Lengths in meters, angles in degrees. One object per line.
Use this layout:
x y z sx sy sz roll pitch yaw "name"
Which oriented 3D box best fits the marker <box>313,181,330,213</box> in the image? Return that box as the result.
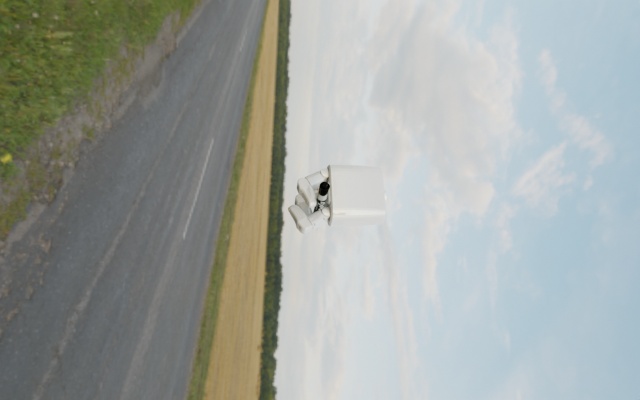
0.000 0.003 0.880 0.020 0.020 0.121 0 -32 -9 "marker"
